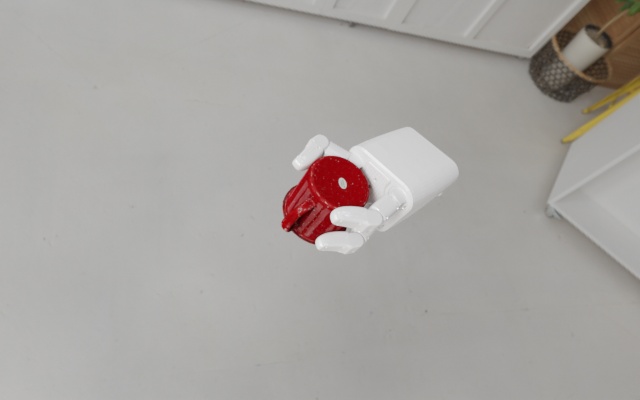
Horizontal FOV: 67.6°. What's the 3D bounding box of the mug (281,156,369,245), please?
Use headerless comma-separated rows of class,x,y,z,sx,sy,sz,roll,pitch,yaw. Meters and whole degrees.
mug,-0.001,0.002,0.589,0.117,0.093,0.081,-27,-15,-35
